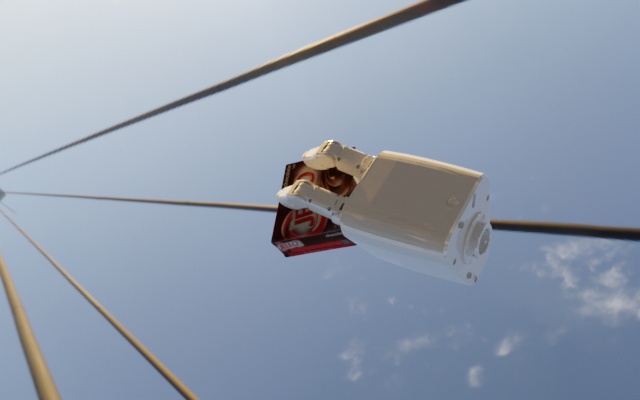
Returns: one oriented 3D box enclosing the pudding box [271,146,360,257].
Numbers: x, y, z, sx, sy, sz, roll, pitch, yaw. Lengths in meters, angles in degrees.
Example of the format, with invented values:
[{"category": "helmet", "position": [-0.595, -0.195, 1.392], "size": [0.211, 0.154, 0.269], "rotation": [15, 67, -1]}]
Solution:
[{"category": "pudding box", "position": [0.000, 0.002, 0.520], "size": [0.090, 0.113, 0.039], "rotation": [-12, -44, 23]}]
